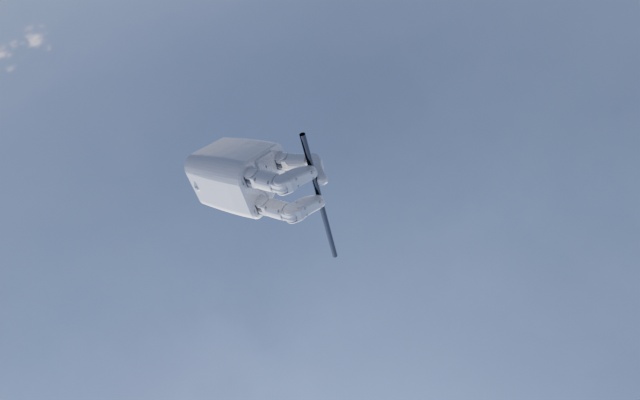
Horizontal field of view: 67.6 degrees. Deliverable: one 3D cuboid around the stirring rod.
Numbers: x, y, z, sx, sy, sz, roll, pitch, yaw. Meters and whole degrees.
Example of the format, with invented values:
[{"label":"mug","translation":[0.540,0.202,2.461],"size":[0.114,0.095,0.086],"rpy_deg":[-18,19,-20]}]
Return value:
[{"label":"stirring rod","translation":[0.000,0.002,0.688],"size":[0.011,0.240,0.011],"rpy_deg":[-8,42,8]}]
